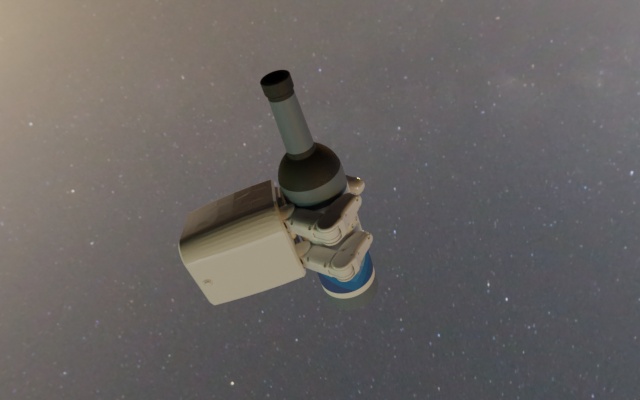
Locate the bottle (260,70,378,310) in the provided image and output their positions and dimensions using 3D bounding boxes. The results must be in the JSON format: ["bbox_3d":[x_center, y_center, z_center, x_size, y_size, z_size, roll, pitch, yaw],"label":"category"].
[{"bbox_3d":[0.000,0.002,0.503,0.069,0.296,0.069,-12,39,10],"label":"bottle"}]
